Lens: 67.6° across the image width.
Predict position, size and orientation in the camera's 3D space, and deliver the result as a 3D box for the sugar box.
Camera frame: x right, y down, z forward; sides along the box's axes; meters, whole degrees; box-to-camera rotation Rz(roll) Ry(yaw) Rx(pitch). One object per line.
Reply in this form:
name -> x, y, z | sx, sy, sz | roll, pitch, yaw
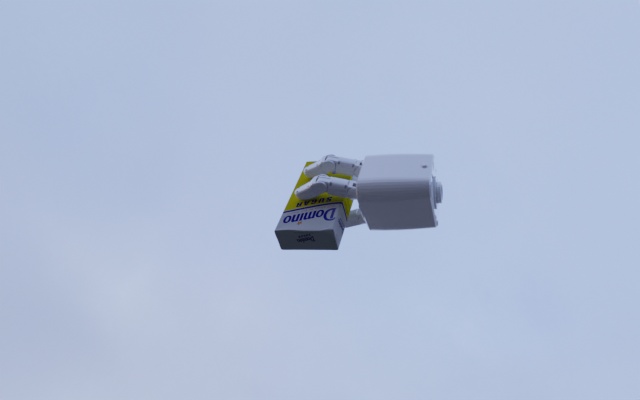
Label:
sugar box -> 0.000, 0.002, 0.748 | 0.093, 0.048, 0.176 | -2, 36, 19
